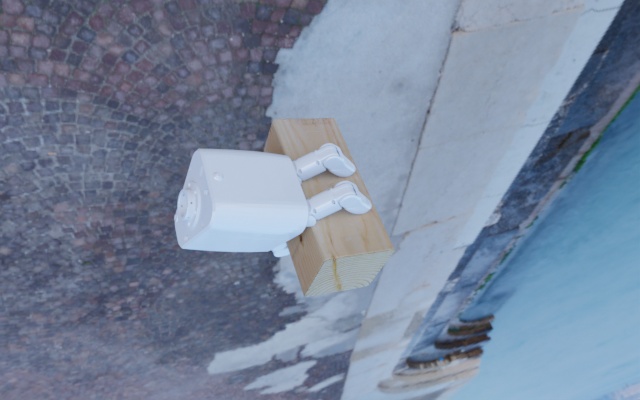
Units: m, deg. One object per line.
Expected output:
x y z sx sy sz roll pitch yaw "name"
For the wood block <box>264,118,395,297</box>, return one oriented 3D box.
0.000 0.002 0.595 0.090 0.206 0.091 -6 -34 -24 "wood block"
